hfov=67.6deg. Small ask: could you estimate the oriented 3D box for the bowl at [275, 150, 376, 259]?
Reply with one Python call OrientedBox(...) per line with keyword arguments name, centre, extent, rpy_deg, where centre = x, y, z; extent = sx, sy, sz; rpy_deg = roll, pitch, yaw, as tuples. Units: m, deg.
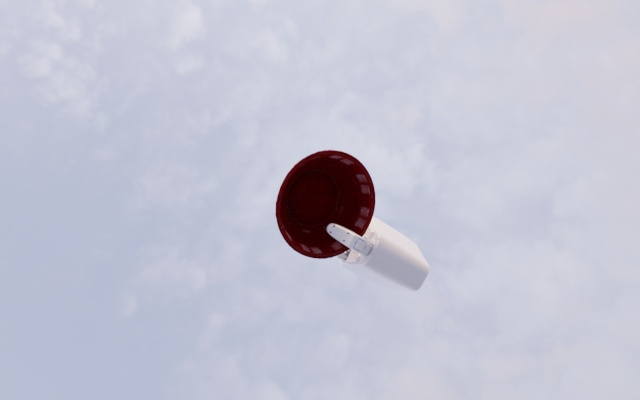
OrientedBox(name="bowl", centre=(-0.001, 0.001, 0.713), extent=(0.162, 0.162, 0.055), rpy_deg=(0, 12, -26))
